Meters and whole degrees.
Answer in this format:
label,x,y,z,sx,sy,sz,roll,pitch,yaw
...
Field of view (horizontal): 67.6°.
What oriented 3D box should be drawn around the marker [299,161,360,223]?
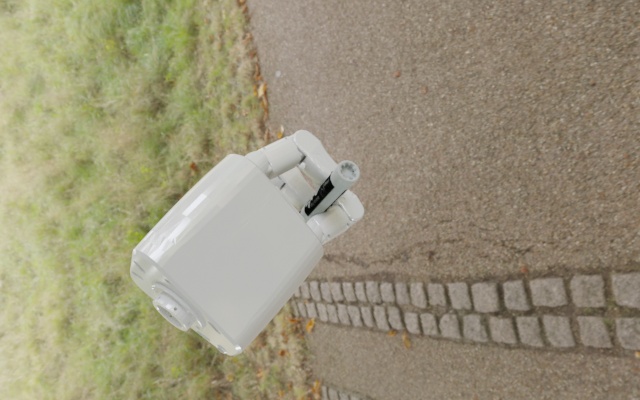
label,x,y,z,sx,sy,sz,roll,pitch,yaw
marker,0.000,0.001,0.409,0.020,0.020,0.121,0,-23,-23
